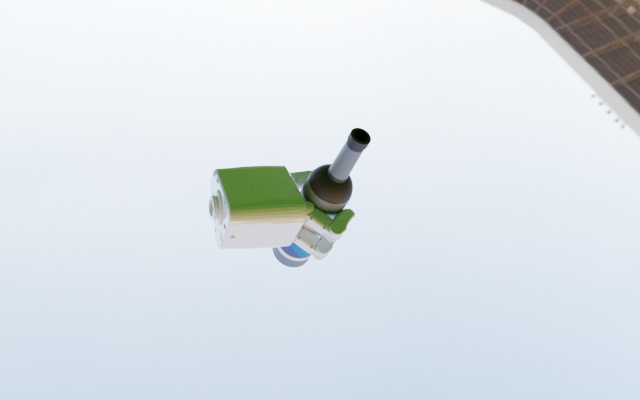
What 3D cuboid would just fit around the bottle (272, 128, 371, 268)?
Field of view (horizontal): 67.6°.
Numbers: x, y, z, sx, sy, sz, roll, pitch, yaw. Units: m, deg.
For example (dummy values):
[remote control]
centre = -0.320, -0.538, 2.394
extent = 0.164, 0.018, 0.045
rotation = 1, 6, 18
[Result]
[bottle]
centre = 0.000, 0.002, 0.697
extent = 0.069, 0.069, 0.296
rotation = 0, -34, -24
